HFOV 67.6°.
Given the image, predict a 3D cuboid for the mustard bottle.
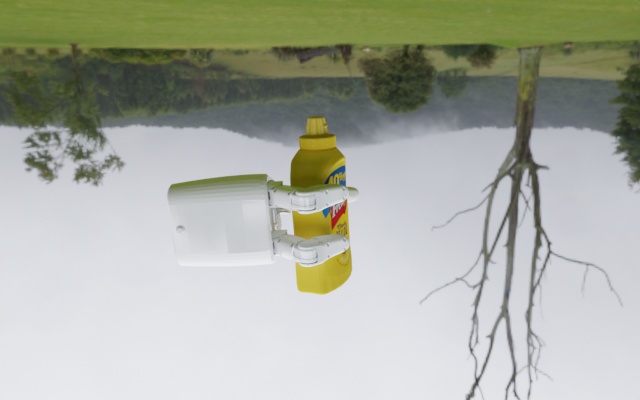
[{"bbox_3d":[0.000,0.002,0.542,0.058,0.192,0.096,3,16,25],"label":"mustard bottle"}]
